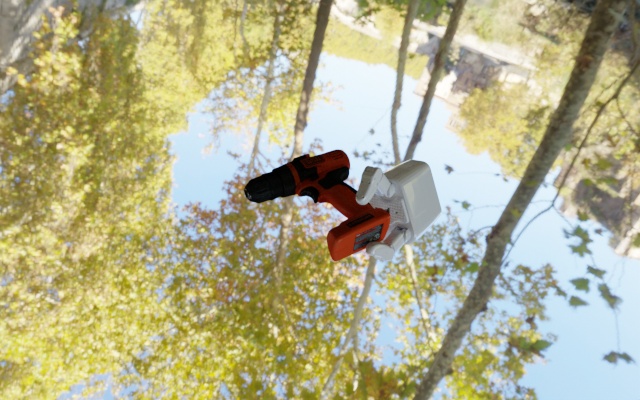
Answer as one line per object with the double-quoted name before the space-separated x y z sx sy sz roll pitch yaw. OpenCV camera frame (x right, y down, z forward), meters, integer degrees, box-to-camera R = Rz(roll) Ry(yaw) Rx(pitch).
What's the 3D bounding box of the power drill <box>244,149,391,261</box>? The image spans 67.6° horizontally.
"power drill" 0.001 0.003 0.722 0.184 0.057 0.187 -22 52 -23
